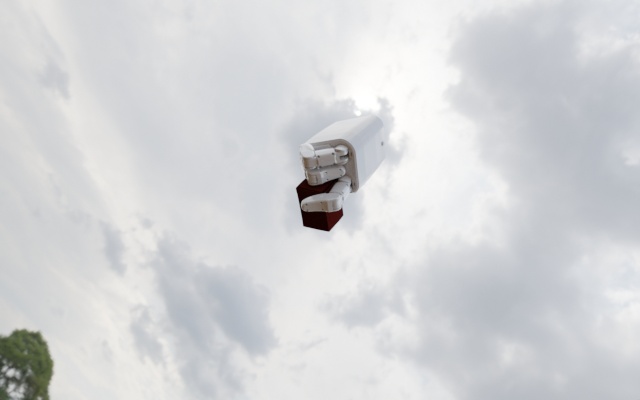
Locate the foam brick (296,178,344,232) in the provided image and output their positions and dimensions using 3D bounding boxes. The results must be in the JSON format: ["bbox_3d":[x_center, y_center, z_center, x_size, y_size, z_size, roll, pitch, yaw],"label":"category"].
[{"bbox_3d":[0.000,0.003,0.774,0.053,0.078,0.051,12,38,29],"label":"foam brick"}]
